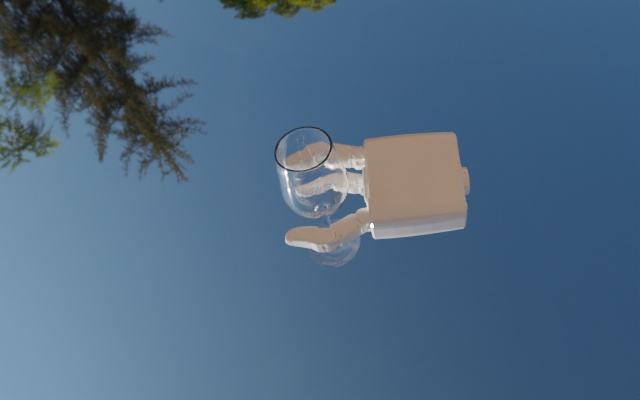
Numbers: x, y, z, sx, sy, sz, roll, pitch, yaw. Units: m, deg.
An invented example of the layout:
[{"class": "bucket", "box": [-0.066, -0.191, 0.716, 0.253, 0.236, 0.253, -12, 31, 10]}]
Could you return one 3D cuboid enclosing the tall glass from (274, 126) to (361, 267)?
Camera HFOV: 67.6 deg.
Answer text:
[{"class": "tall glass", "box": [0.000, 0.002, 0.573, 0.079, 0.079, 0.201, 0, -34, 13]}]
